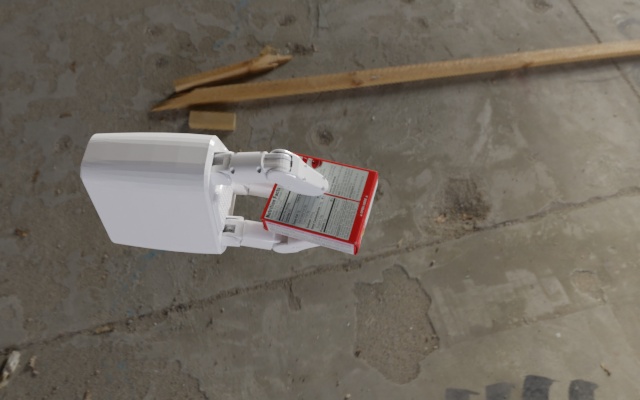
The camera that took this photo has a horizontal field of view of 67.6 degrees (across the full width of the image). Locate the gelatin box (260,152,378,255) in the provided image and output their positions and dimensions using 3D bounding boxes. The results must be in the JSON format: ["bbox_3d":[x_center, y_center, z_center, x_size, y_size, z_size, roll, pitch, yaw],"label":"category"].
[{"bbox_3d":[0.000,0.001,0.428,0.089,0.073,0.030,14,-25,11],"label":"gelatin box"}]
